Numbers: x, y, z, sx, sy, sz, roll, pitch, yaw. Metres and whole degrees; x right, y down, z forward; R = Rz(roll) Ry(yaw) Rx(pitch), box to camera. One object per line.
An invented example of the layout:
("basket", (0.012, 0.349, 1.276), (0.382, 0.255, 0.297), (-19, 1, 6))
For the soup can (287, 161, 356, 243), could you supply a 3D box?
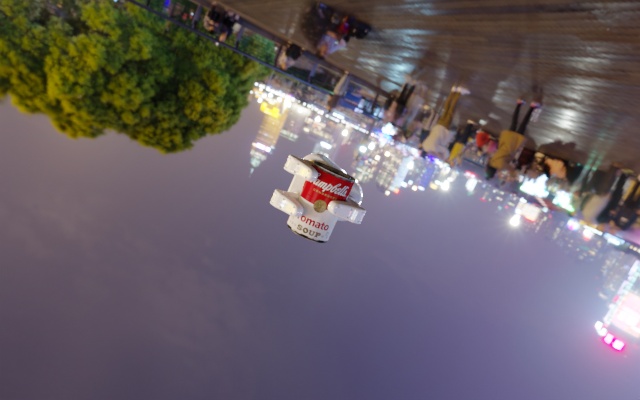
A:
("soup can", (0.000, 0.003, 0.696), (0.068, 0.102, 0.068), (23, 10, -4))
